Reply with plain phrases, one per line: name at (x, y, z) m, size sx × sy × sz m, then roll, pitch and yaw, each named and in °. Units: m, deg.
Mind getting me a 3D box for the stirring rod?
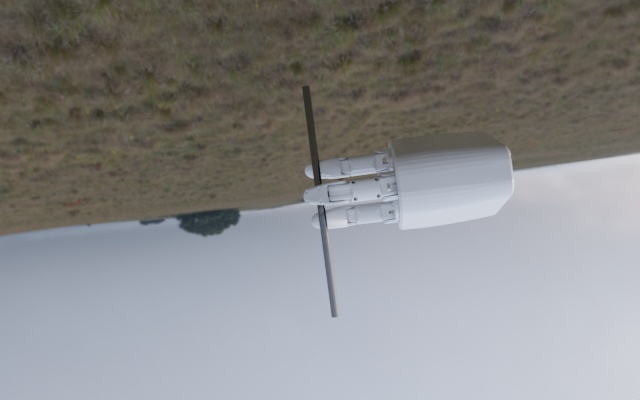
stirring rod at (0.000, 0.002, 0.495) m, size 0.011 × 0.239 × 0.011 m, roll -7°, pitch 1°, yaw 0°
